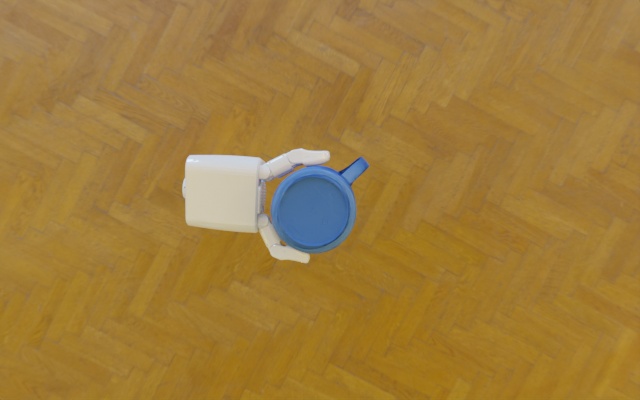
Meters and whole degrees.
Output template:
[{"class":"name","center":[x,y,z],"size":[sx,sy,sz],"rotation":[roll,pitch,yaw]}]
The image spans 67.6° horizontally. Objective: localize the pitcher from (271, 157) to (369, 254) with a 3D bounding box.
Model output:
[{"class":"pitcher","center":[0.000,0.002,0.707],"size":[0.145,0.149,0.243],"rotation":[4,2,0]}]
